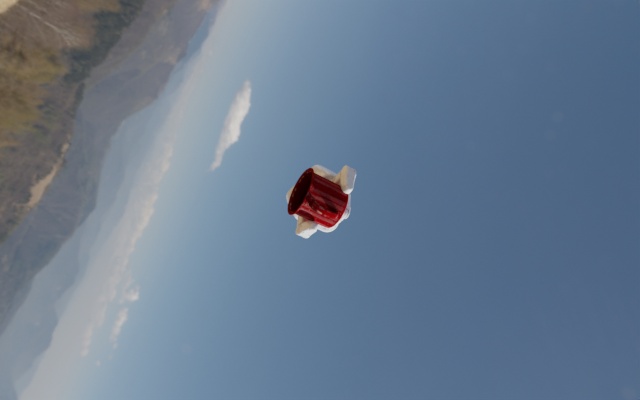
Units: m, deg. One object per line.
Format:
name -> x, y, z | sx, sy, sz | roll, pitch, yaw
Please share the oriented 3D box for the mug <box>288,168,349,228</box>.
mug -> 0.001, 0.003, 0.857 | 0.081, 0.093, 0.117 | 25, 10, -20
